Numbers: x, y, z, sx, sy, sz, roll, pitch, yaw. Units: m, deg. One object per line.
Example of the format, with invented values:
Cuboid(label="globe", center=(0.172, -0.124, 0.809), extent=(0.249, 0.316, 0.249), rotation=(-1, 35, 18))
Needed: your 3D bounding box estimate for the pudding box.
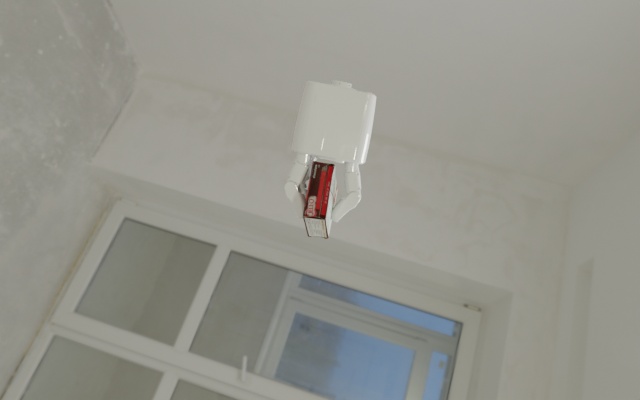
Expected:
Cuboid(label="pudding box", center=(0.000, 0.002, 0.742), extent=(0.039, 0.090, 0.113), rotation=(8, -19, 8))
